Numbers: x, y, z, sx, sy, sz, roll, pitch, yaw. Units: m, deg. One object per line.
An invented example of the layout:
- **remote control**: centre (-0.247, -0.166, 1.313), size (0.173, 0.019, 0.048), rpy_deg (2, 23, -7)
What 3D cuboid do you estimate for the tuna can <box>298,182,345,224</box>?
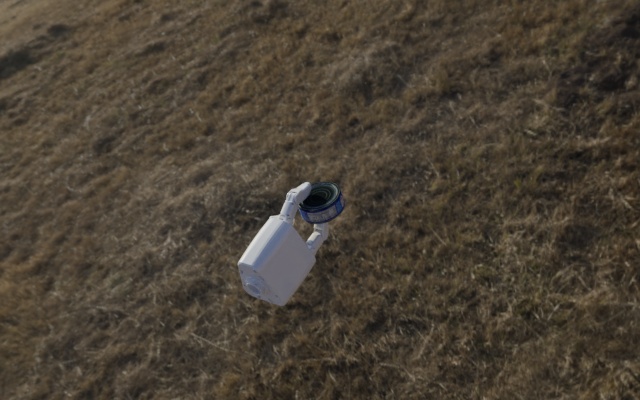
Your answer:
- **tuna can**: centre (0.000, 0.002, 0.883), size (0.086, 0.034, 0.086), rpy_deg (-13, 37, 10)
